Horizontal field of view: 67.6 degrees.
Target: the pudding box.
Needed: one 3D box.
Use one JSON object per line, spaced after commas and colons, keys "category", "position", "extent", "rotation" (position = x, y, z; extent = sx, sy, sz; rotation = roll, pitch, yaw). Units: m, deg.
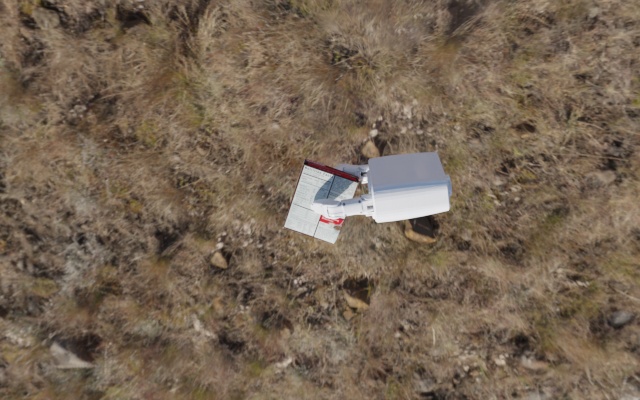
{"category": "pudding box", "position": [0.000, 0.002, 0.738], "extent": [0.090, 0.113, 0.039], "rotation": [19, 17, -1]}
